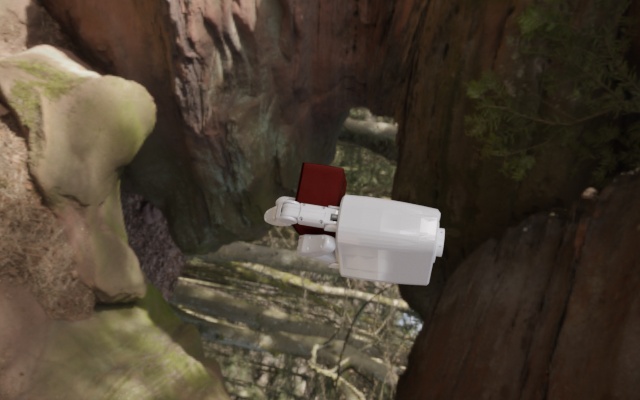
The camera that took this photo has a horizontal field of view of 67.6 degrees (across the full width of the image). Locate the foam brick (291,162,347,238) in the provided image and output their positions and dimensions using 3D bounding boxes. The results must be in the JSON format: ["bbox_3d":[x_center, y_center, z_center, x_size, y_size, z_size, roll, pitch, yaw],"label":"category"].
[{"bbox_3d":[0.000,0.002,0.572,0.051,0.078,0.053,6,-18,11],"label":"foam brick"}]
